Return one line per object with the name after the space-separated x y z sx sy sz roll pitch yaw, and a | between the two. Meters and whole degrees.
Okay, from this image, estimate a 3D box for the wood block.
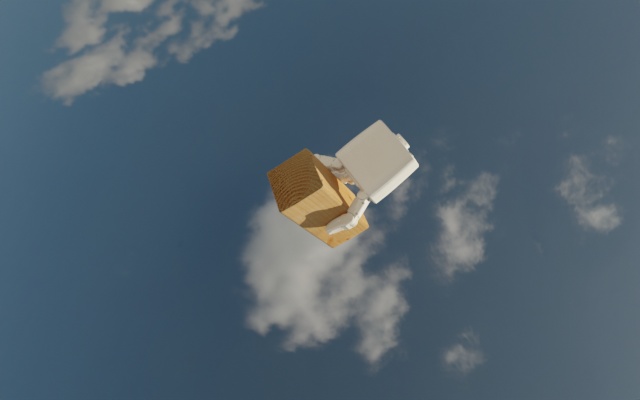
0.001 0.003 0.891 0.090 0.090 0.206 -31 -34 14 | wood block
